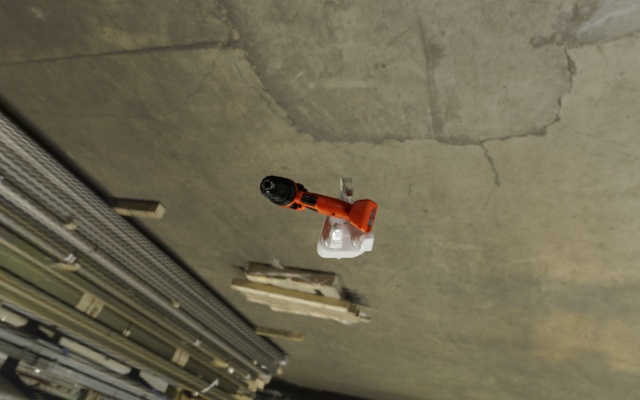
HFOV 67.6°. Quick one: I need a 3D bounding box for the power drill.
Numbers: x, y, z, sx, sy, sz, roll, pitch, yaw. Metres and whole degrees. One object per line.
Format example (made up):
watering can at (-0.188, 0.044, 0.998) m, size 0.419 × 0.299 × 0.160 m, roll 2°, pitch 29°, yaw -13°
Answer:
power drill at (0.001, 0.003, 0.848) m, size 0.187 × 0.057 × 0.184 m, roll 17°, pitch -1°, yaw 17°
